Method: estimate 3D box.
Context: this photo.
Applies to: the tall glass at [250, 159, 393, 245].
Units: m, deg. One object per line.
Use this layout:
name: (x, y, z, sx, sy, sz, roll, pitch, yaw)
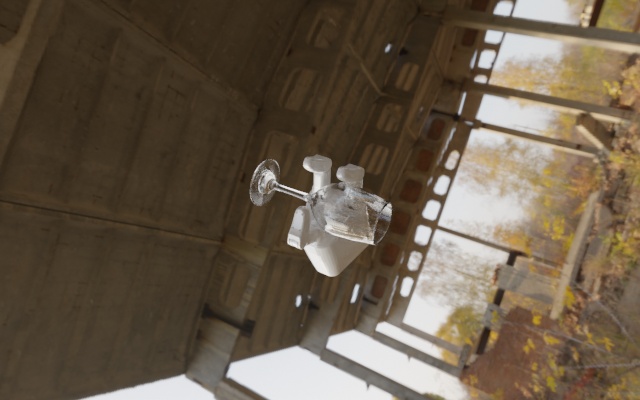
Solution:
tall glass: (-0.001, 0.002, 0.690, 0.201, 0.079, 0.079, 19, 8, 25)
